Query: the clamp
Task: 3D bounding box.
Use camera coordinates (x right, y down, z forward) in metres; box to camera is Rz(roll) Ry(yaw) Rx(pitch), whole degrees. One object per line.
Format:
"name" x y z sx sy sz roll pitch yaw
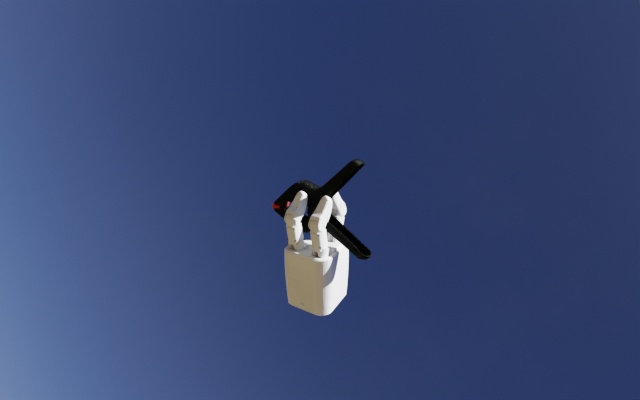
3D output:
"clamp" 0.000 0.003 0.824 0.210 0.164 0.036 12 17 38
